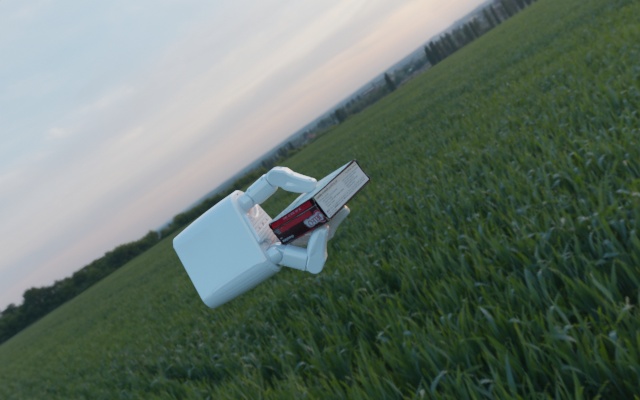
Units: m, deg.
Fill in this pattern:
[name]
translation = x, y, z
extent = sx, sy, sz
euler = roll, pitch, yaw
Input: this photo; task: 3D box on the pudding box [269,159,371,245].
[pudding box]
translation = 0.000, 0.002, 0.595
extent = 0.090, 0.039, 0.113
euler = -30, 10, 42
